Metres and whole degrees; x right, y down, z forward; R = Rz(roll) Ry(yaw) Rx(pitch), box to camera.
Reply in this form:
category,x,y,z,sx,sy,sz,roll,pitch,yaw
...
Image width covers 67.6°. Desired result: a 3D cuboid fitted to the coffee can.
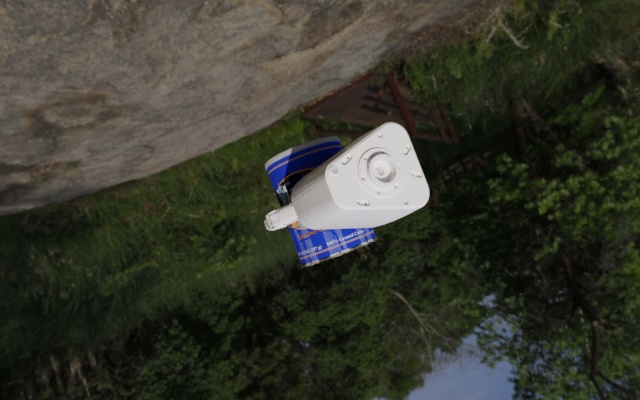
category,x,y,z,sx,sy,sz,roll,pitch,yaw
coffee can,0.000,0.002,0.612,0.103,0.140,0.103,-20,-4,-1
